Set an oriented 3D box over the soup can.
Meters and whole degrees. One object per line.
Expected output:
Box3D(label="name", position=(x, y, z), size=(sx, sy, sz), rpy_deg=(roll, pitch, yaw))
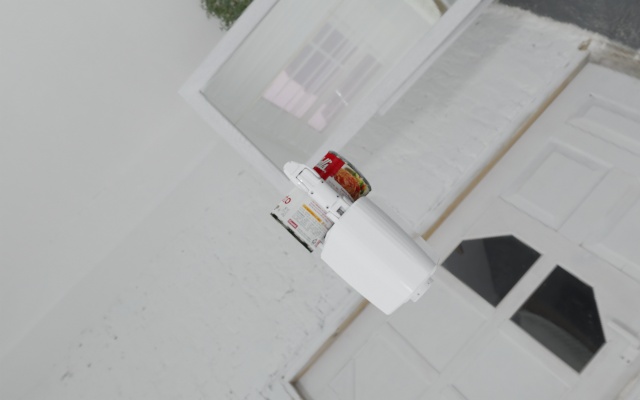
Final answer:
Box3D(label="soup can", position=(0.000, 0.002, 0.550), size=(0.068, 0.102, 0.068), rpy_deg=(43, -6, 5))
